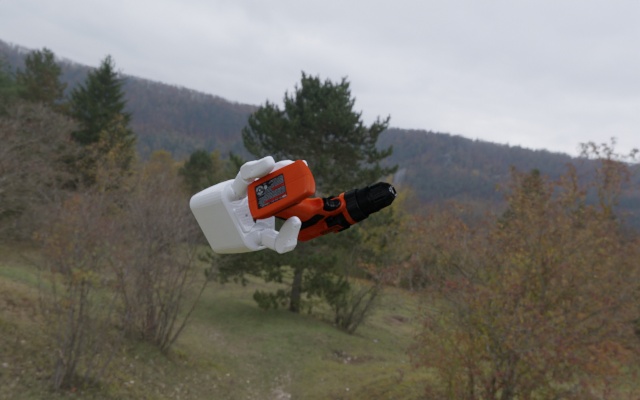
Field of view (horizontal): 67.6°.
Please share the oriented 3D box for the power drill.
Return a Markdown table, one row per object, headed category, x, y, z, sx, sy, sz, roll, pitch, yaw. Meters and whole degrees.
| category | x | y | z | sx | sy | sz | roll | pitch | yaw |
| --- | --- | --- | --- | --- | --- | --- | --- | --- | --- |
| power drill | 0.000 | 0.002 | 0.699 | 0.184 | 0.057 | 0.188 | -25 | -27 | 23 |
